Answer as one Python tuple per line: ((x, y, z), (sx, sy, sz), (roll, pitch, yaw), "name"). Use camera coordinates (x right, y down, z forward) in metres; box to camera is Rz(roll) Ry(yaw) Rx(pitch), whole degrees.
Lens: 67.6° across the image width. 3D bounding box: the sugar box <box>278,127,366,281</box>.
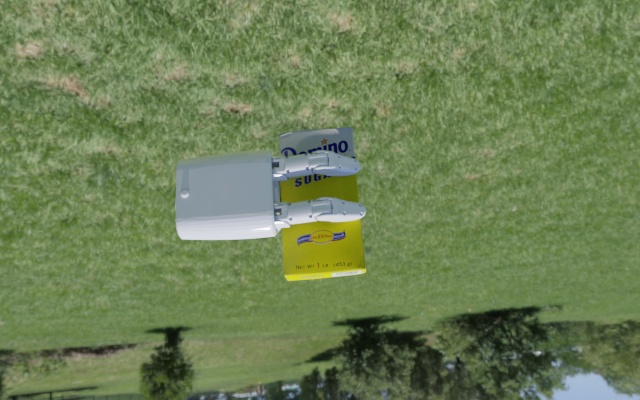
((0.000, 0.002, 0.566), (0.093, 0.176, 0.048), (-5, -16, 1), "sugar box")
